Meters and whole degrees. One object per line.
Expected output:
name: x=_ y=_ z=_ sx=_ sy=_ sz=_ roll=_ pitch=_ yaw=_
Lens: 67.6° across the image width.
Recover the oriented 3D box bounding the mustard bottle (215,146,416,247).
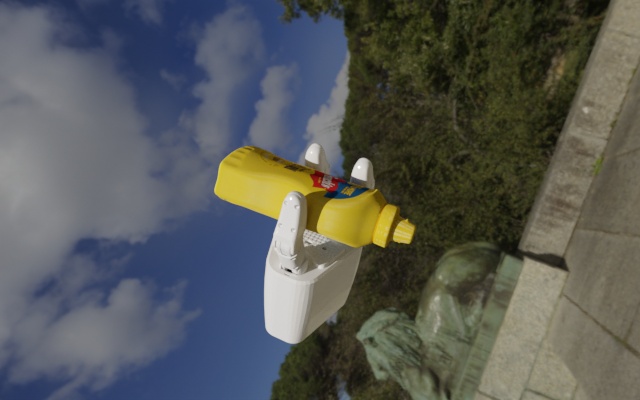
mustard bottle: x=0.000 y=0.001 z=0.471 sx=0.191 sy=0.058 sz=0.096 roll=20 pitch=15 yaw=15
